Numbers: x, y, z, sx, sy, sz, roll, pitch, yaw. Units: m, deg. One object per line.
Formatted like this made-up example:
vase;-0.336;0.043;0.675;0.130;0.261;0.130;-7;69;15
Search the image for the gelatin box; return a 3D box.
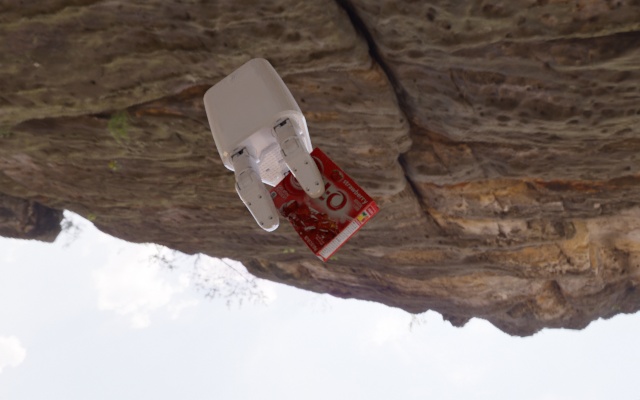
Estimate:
gelatin box;0.000;0.002;0.461;0.089;0.073;0.030;47;0;30
